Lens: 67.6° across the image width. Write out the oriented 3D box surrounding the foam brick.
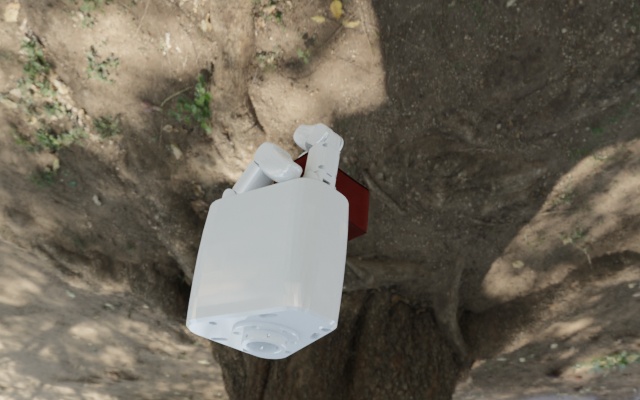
[{"bbox_3d":[0.000,0.001,0.436,0.053,0.051,0.078,-28,-47,37],"label":"foam brick"}]
